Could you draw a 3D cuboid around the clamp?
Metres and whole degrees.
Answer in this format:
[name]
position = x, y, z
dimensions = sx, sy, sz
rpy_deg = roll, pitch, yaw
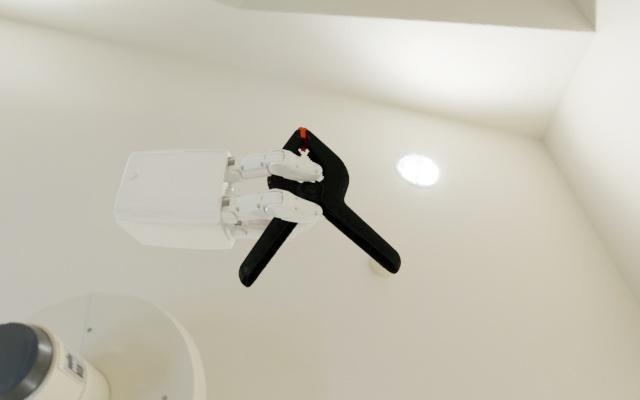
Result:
[clamp]
position = 0.000, 0.002, 0.535
dimensions = 0.164, 0.209, 0.036
rpy_deg = 2, -37, -3
